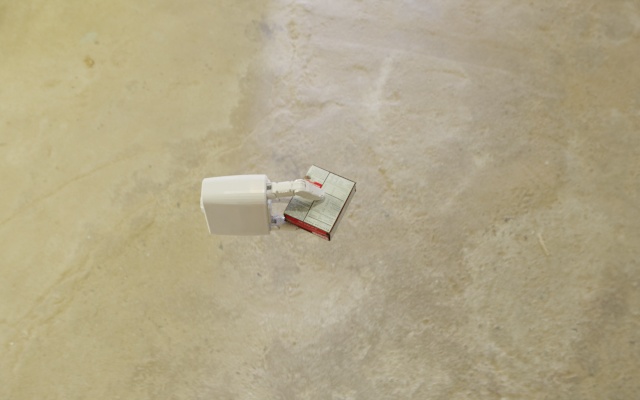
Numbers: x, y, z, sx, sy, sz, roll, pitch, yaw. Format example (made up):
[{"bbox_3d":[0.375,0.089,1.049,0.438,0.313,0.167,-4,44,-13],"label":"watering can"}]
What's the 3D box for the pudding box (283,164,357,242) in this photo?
[{"bbox_3d":[0.000,0.003,0.828,0.090,0.113,0.039,24,-23,11],"label":"pudding box"}]
